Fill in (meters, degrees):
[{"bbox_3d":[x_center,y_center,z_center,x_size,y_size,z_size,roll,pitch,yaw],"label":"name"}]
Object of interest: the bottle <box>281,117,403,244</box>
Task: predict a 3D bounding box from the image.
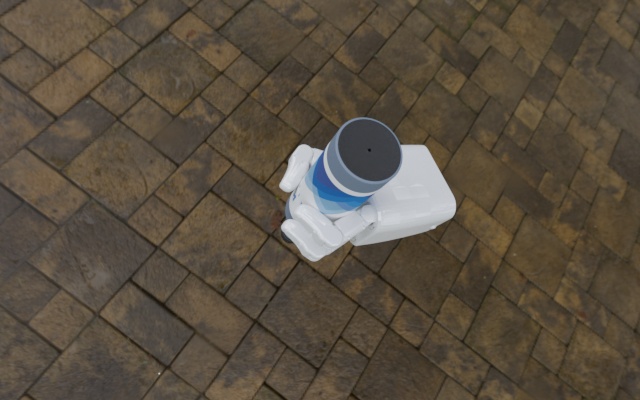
[{"bbox_3d":[0.000,0.002,0.563,0.069,0.069,0.296,0,-19,-19],"label":"bottle"}]
